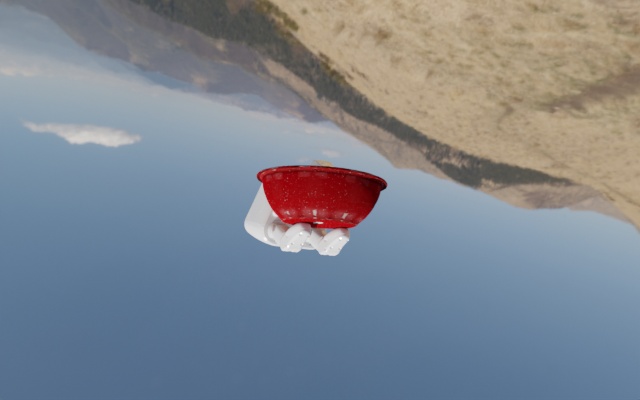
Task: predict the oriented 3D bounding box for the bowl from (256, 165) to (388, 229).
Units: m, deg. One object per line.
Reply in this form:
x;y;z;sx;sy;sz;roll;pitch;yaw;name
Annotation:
0.000;0.002;0.585;0.162;0.055;0.162;4;-10;1;bowl
